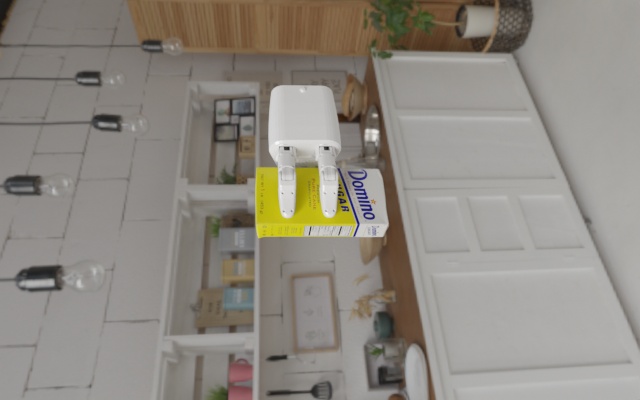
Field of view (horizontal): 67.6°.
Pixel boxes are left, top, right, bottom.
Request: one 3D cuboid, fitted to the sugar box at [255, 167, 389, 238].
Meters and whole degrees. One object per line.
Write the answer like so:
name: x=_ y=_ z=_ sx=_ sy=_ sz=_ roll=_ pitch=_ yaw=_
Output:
sugar box: x=0.000 y=0.002 z=0.656 sx=0.176 sy=0.093 sz=0.048 roll=-2 pitch=-30 yaw=-5
